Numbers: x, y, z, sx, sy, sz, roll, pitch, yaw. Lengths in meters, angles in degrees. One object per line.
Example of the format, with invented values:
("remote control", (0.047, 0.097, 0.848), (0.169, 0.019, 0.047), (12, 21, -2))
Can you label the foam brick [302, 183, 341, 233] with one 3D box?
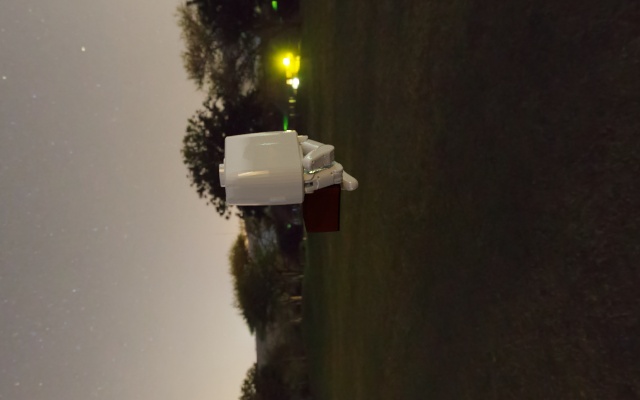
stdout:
("foam brick", (0.000, 0.003, 0.718), (0.051, 0.078, 0.053), (-5, 30, -9))
